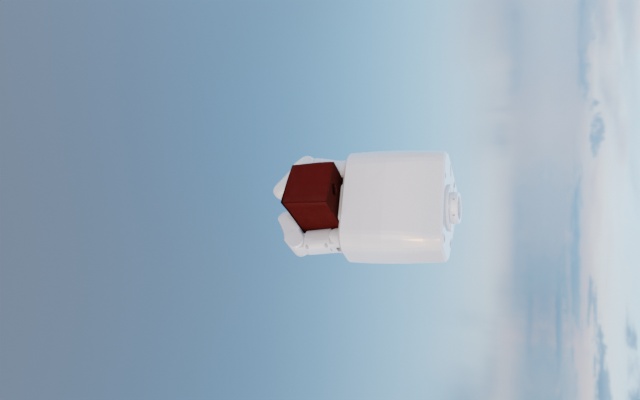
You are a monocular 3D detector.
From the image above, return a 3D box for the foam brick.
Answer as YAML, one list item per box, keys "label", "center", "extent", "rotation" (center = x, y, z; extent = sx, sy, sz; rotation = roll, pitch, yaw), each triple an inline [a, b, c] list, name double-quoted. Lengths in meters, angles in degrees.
- label: "foam brick"
  center: [0.000, 0.002, 0.523]
  extent: [0.051, 0.053, 0.078]
  rotation: [-3, -35, 24]
